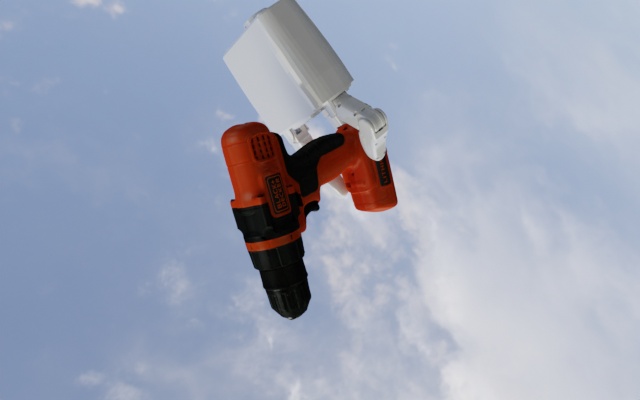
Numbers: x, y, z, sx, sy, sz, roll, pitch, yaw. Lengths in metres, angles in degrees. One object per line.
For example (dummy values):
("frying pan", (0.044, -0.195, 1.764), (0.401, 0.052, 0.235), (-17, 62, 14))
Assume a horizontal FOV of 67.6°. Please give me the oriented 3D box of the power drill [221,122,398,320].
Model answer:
("power drill", (0.000, 0.001, 0.479), (0.057, 0.184, 0.187), (-4, 13, 45))
